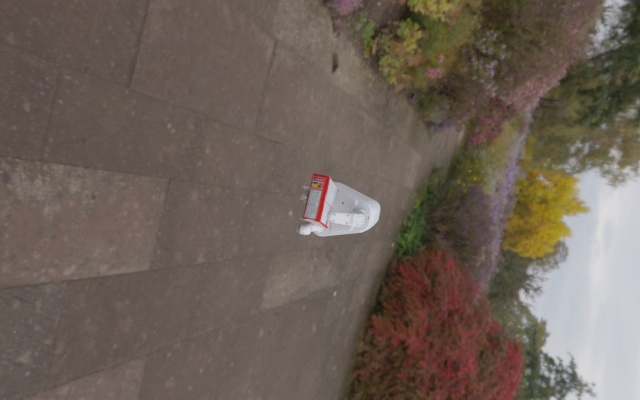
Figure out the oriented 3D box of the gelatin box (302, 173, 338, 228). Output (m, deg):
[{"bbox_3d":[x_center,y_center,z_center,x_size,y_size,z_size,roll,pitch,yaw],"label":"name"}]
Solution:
[{"bbox_3d":[0.000,0.003,0.764,0.030,0.073,0.089,12,-7,12],"label":"gelatin box"}]
